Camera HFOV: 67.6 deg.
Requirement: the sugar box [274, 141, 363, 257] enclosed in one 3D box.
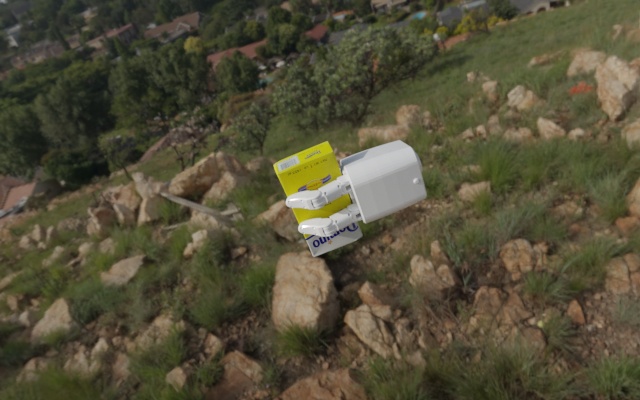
[{"bbox_3d":[0.000,0.003,0.765,0.093,0.176,0.048,-22,32,0],"label":"sugar box"}]
